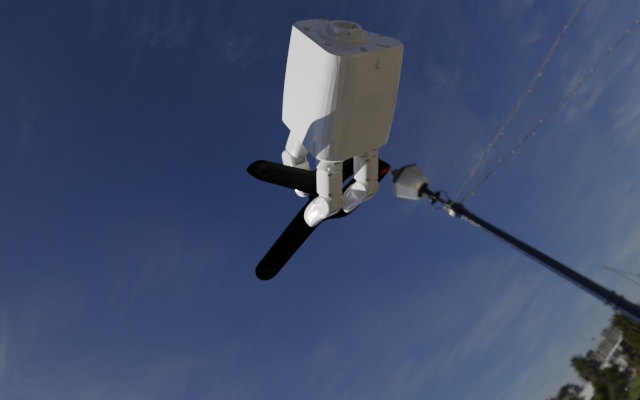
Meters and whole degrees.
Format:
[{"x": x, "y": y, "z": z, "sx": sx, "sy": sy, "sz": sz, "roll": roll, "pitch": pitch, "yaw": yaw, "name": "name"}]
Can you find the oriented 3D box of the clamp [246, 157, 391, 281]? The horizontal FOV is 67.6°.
[{"x": 0.000, "y": 0.001, "z": 0.570, "sx": 0.210, "sy": 0.165, "sz": 0.036, "roll": -22, "pitch": 46, "yaw": -36, "name": "clamp"}]
